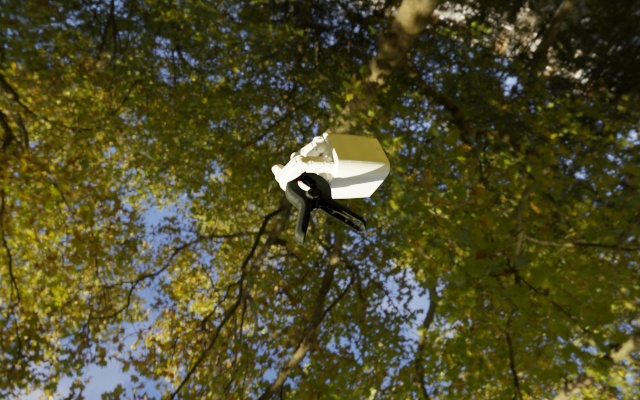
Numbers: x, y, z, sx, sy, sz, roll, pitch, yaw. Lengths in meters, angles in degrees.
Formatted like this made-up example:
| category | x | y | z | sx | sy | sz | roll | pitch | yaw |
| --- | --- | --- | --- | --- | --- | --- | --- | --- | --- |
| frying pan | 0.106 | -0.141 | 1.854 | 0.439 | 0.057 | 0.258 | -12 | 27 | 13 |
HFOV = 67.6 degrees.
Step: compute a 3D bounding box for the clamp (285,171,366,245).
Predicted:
| category | x | y | z | sx | sy | sz | roll | pitch | yaw |
| --- | --- | --- | --- | --- | --- | --- | --- | --- | --- |
| clamp | 0.000 | 0.003 | 0.792 | 0.120 | 0.171 | 0.039 | 0 | -45 | -21 |
